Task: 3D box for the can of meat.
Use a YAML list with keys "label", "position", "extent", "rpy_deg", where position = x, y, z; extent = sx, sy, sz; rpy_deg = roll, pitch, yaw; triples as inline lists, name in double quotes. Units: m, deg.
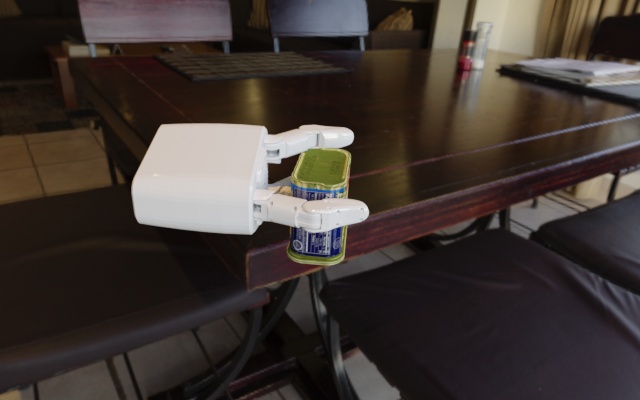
- label: "can of meat"
  position: [0.000, 0.001, 0.480]
  extent: [0.057, 0.084, 0.102]
  rpy_deg: [5, 26, 4]
